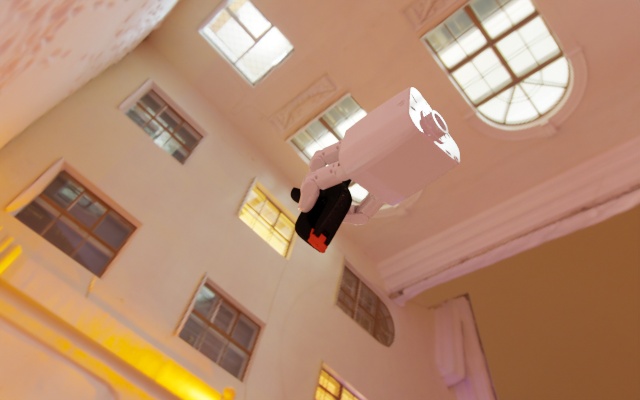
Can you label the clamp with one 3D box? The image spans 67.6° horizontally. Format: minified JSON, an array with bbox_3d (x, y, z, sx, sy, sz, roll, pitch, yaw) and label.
[{"bbox_3d":[0.001,0.003,0.678,0.164,0.036,0.209,-35,23,33],"label":"clamp"}]
